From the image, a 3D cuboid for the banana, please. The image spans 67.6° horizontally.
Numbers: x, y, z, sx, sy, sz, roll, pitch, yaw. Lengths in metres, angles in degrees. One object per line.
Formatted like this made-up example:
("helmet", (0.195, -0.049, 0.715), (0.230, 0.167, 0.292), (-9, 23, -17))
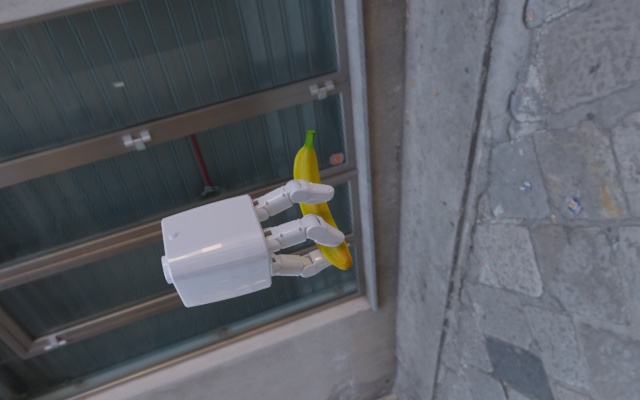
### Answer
("banana", (-0.004, 0.007, 0.627), (0.037, 0.197, 0.070), (-11, -23, -15))
